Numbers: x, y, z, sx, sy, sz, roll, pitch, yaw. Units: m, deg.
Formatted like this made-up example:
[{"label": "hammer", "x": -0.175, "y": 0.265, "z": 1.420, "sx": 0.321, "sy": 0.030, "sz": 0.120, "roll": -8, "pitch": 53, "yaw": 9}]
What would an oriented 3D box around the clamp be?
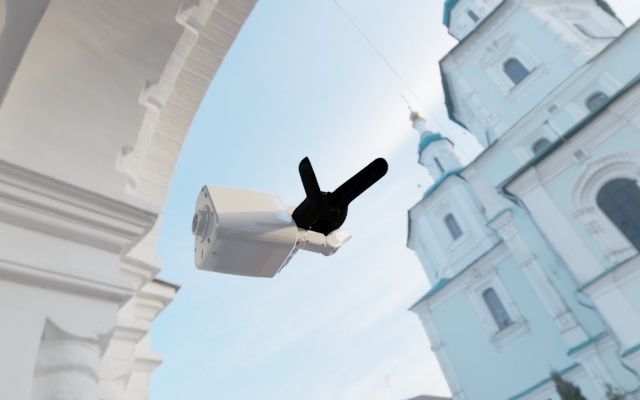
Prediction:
[{"label": "clamp", "x": 0.000, "y": 0.002, "z": 0.618, "sx": 0.120, "sy": 0.039, "sz": 0.171, "roll": 10, "pitch": -48, "yaw": -29}]
